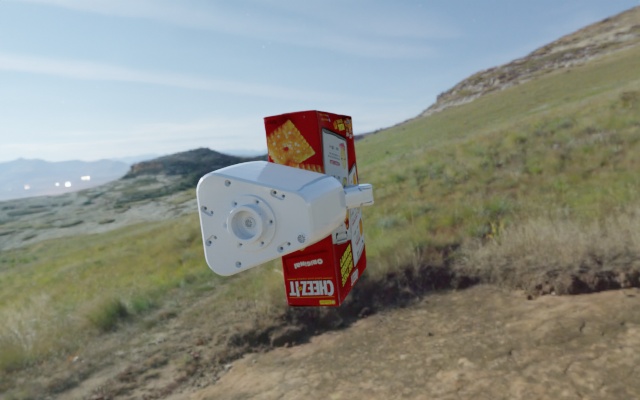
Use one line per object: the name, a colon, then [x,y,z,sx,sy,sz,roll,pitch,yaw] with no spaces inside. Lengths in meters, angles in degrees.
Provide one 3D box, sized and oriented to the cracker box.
cracker box: [0.000,0.002,0.589,0.072,0.214,0.164,-4,7,17]
